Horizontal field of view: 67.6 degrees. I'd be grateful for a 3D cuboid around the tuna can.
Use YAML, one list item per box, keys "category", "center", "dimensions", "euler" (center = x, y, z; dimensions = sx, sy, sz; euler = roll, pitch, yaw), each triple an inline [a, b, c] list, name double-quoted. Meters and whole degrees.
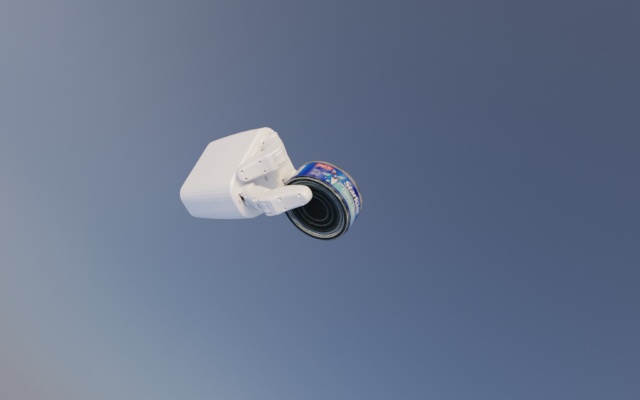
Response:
- category: "tuna can"
  center: [0.000, 0.002, 0.523]
  dimensions: [0.086, 0.086, 0.033]
  euler: [0, 33, 34]
